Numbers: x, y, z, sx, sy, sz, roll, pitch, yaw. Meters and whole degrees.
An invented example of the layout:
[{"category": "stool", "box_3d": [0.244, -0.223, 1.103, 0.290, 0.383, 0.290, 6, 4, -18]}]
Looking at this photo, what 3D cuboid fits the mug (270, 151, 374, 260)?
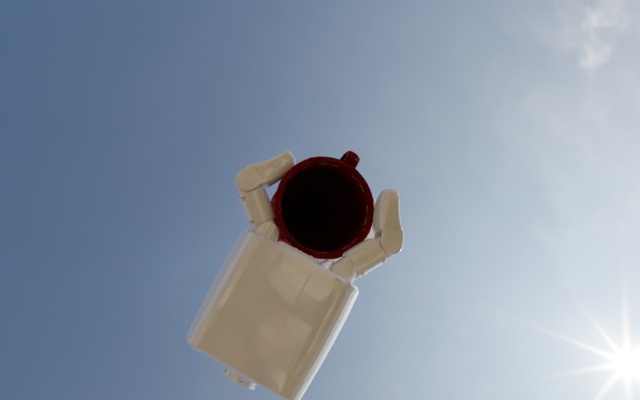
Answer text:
[{"category": "mug", "box_3d": [0.001, 0.000, 0.466, 0.093, 0.117, 0.081, 32, -15, -9]}]
